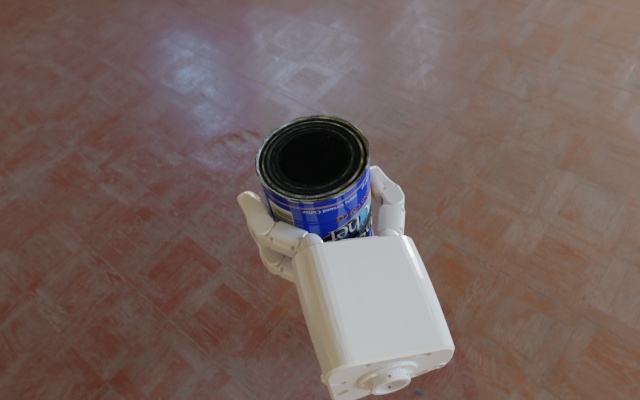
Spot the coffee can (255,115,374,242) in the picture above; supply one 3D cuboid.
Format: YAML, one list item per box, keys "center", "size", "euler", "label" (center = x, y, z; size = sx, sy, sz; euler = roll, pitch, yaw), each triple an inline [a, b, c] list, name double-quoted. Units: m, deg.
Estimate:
- center: [0.000, 0.001, 0.475]
  size: [0.103, 0.102, 0.140]
  euler: [0, -37, 8]
  label: "coffee can"
